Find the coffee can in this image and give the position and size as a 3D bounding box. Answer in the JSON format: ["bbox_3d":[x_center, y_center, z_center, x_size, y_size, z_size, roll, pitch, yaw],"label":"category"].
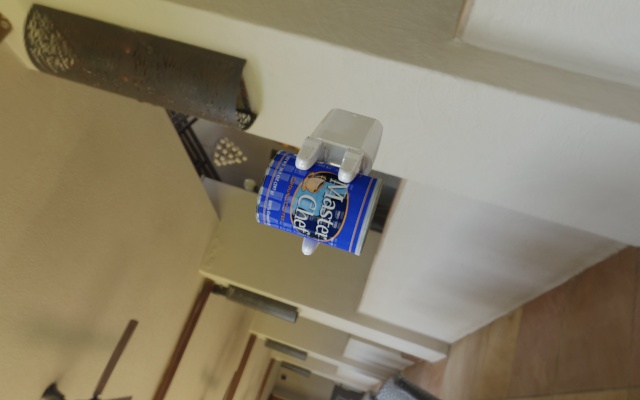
[{"bbox_3d":[0.000,0.002,0.624,0.140,0.103,0.103,17,2,8],"label":"coffee can"}]
